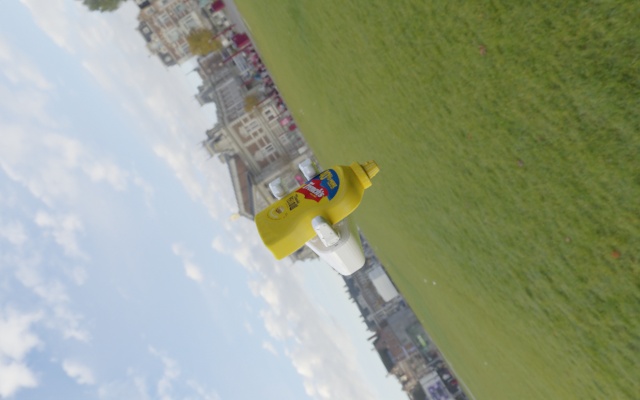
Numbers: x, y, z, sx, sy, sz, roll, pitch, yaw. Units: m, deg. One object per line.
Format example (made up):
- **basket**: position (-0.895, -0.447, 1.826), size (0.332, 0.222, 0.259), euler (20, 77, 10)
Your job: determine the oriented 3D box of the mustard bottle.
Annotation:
- **mustard bottle**: position (0.000, 0.002, 0.684), size (0.191, 0.058, 0.096), euler (-33, 30, 1)
